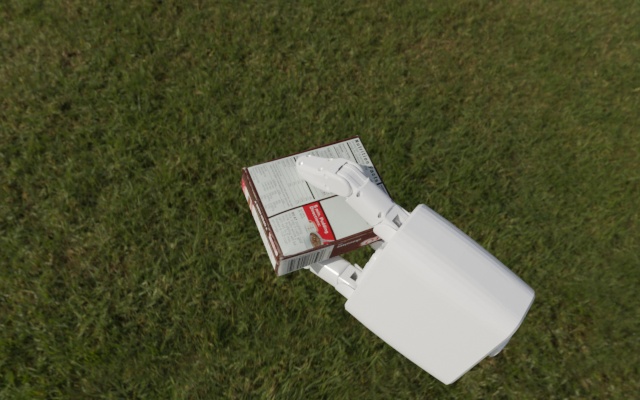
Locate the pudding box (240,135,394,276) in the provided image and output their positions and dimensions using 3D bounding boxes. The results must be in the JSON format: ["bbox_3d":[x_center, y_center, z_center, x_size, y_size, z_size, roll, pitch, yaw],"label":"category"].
[{"bbox_3d":[0.000,0.001,0.405,0.113,0.090,0.039,-17,-24,-20],"label":"pudding box"}]
